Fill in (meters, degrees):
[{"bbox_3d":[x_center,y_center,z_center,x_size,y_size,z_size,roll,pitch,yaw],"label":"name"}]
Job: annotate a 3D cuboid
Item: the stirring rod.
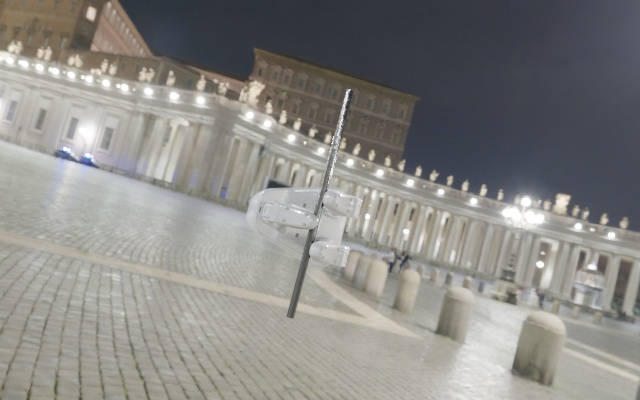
[{"bbox_3d":[0.000,0.002,0.488,0.011,0.239,0.011,15,-4,1],"label":"stirring rod"}]
